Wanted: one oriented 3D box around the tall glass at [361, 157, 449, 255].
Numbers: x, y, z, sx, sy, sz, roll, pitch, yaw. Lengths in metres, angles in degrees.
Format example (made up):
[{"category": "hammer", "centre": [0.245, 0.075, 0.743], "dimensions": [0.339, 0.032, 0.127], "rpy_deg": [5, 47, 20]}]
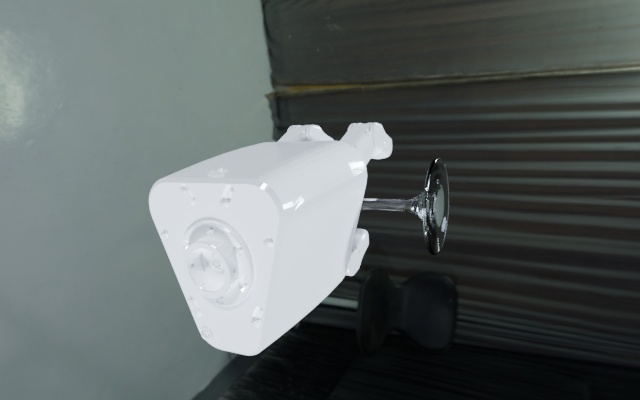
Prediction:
[{"category": "tall glass", "centre": [0.001, 0.001, 0.405], "dimensions": [0.201, 0.079, 0.079], "rpy_deg": [2, 1, 27]}]
